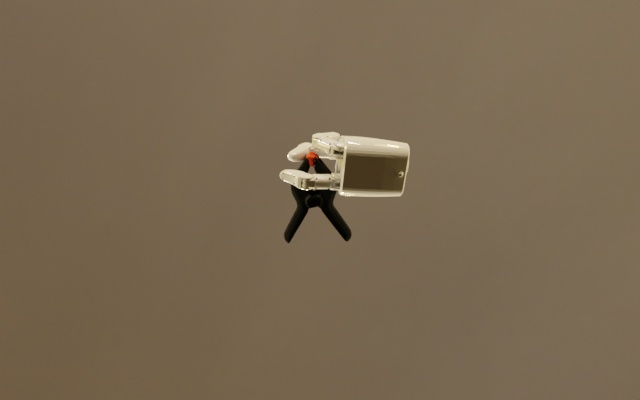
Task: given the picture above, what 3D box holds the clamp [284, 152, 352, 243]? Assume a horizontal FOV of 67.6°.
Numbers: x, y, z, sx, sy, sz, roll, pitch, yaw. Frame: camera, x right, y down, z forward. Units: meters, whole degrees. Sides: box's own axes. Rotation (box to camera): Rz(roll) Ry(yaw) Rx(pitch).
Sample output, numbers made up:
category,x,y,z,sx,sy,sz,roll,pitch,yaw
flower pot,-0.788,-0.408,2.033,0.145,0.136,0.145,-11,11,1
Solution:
category,x,y,z,sx,sy,sz,roll,pitch,yaw
clamp,0.000,0.002,0.829,0.120,0.171,0.039,3,26,-4
